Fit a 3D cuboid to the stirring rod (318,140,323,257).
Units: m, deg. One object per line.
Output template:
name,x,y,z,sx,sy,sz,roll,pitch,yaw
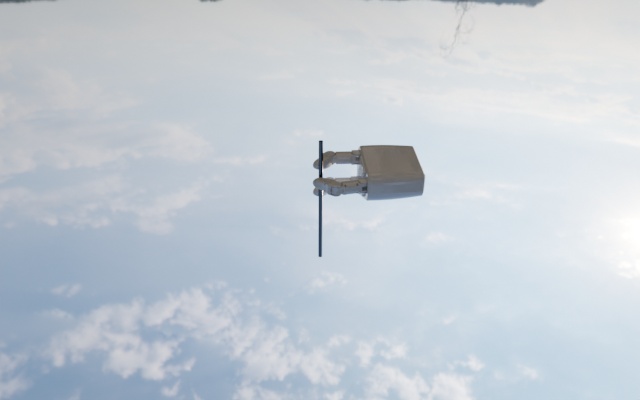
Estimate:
stirring rod,0.000,0.003,0.893,0.011,0.240,0.011,0,27,0
